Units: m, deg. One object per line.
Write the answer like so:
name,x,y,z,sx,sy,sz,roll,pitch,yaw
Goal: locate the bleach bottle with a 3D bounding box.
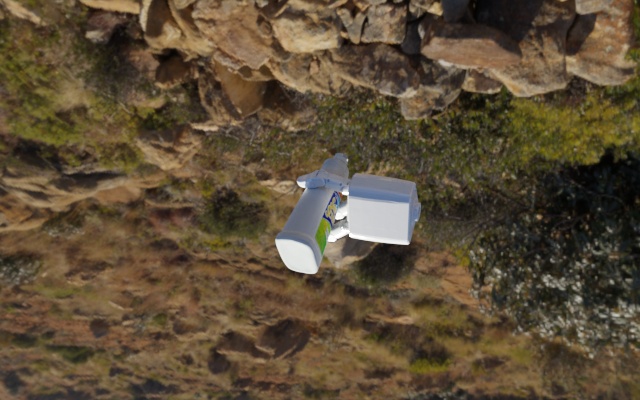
bleach bottle,0.000,0.003,0.866,0.068,0.250,0.103,8,-39,19
